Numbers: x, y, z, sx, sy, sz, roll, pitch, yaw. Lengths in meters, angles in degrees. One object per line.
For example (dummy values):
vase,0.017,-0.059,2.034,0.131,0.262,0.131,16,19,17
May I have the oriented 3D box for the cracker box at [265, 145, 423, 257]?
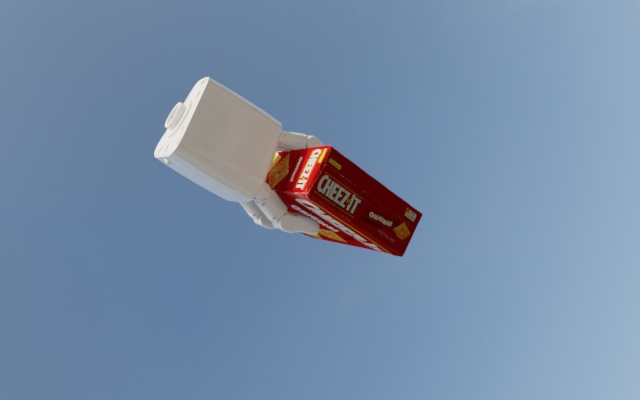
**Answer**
cracker box,0.000,0.002,0.642,0.164,0.072,0.213,33,-14,-29
